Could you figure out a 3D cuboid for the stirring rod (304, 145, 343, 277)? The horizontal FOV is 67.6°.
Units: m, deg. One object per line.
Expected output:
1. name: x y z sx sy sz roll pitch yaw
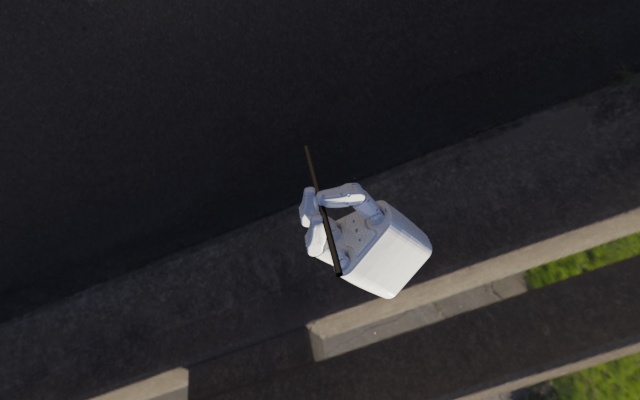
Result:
1. stirring rod: 0.000 0.002 0.608 0.011 0.011 0.239 0 41 -13
